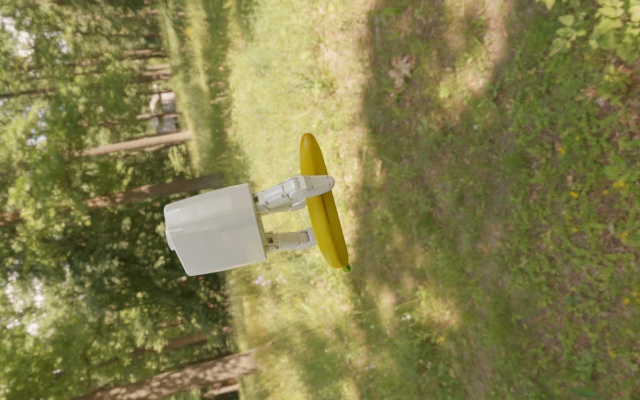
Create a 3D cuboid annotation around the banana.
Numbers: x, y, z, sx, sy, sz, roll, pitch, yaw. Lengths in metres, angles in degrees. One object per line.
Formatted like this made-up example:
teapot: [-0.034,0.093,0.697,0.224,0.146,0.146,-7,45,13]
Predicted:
banana: [0.001,0.006,0.621,0.037,0.198,0.069,-14,2,0]
